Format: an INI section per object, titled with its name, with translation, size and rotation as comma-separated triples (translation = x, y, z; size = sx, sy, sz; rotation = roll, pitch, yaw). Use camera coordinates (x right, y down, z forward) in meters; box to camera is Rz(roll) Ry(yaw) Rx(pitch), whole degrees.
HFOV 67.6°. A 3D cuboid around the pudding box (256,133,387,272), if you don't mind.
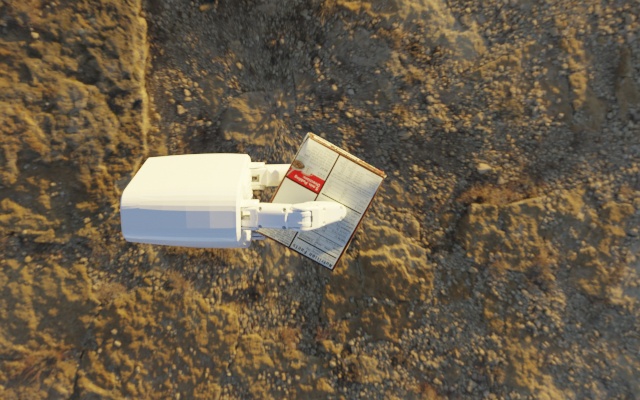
[pudding box]
translation = 0.000, 0.002, 0.480
size = 0.090, 0.113, 0.039
rotation = 28, 9, -4
